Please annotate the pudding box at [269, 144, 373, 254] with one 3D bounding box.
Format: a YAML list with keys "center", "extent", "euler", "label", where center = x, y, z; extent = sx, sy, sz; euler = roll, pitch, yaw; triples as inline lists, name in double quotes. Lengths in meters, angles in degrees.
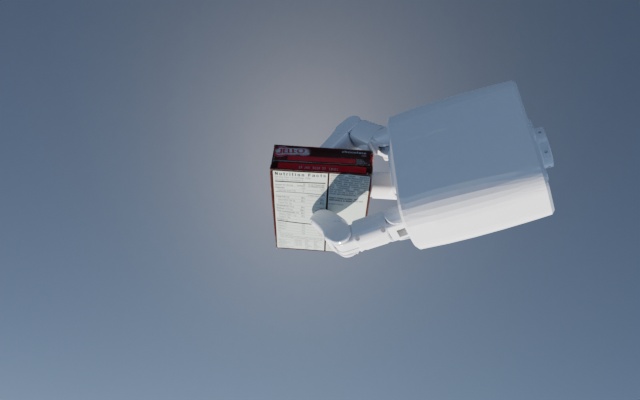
- center: [0.000, 0.002, 0.453]
  extent: [0.090, 0.114, 0.039]
  euler: [5, 44, 2]
  label: "pudding box"
